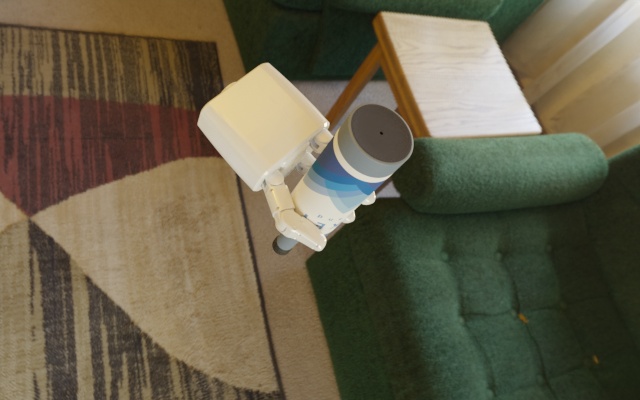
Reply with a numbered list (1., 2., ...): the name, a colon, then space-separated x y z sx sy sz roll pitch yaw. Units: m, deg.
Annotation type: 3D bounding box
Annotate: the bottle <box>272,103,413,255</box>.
1. bottle: 0.000 0.002 0.550 0.069 0.069 0.296 0 -25 -24
